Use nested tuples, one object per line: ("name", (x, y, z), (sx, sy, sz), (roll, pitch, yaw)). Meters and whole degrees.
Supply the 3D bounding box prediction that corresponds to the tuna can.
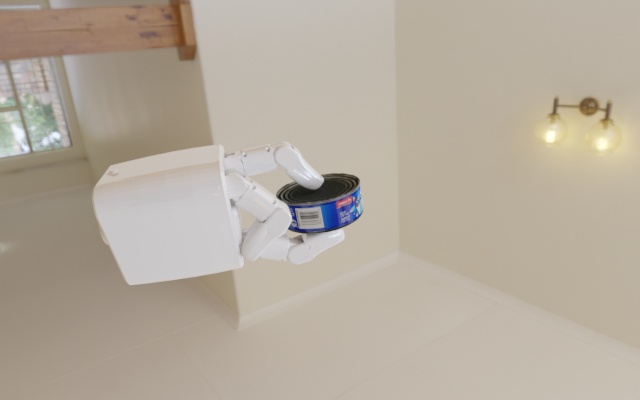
("tuna can", (0.000, 0.002, 0.485), (0.086, 0.034, 0.086), (-9, 20, 3))
